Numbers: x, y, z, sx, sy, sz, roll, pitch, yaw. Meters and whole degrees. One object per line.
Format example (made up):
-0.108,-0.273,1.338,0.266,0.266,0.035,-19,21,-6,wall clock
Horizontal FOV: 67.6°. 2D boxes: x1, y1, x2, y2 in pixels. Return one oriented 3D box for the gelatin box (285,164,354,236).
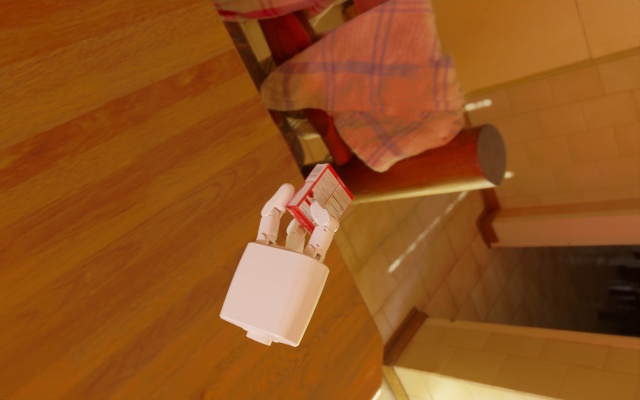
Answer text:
0.001,0.002,0.693,0.030,0.089,0.073,3,-40,50,gelatin box
